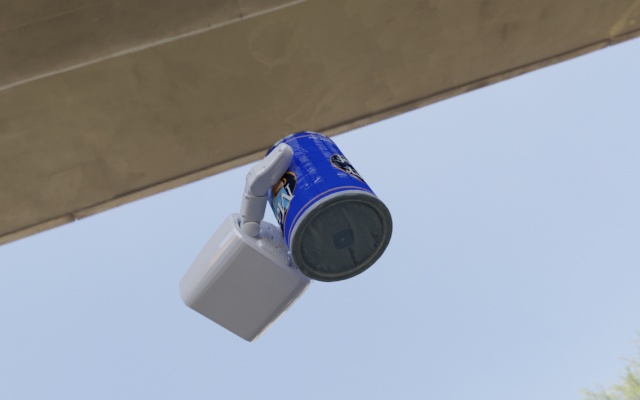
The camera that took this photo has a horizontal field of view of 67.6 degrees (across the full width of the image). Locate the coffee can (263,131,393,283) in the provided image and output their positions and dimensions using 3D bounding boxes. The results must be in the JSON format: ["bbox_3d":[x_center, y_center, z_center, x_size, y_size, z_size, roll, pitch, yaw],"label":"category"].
[{"bbox_3d":[0.000,0.002,0.503,0.103,0.103,0.140,0,31,-21],"label":"coffee can"}]
